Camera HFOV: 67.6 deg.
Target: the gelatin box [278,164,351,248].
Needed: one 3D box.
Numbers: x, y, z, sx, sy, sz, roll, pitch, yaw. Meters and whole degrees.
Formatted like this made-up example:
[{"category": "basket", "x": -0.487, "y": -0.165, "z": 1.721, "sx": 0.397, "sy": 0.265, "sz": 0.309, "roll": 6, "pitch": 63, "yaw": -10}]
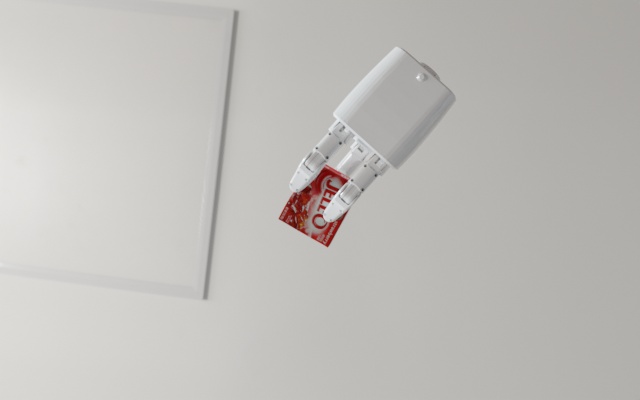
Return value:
[{"category": "gelatin box", "x": 0.000, "y": 0.002, "z": 0.596, "sx": 0.073, "sy": 0.089, "sz": 0.030, "roll": 30, "pitch": 13, "yaw": 5}]
